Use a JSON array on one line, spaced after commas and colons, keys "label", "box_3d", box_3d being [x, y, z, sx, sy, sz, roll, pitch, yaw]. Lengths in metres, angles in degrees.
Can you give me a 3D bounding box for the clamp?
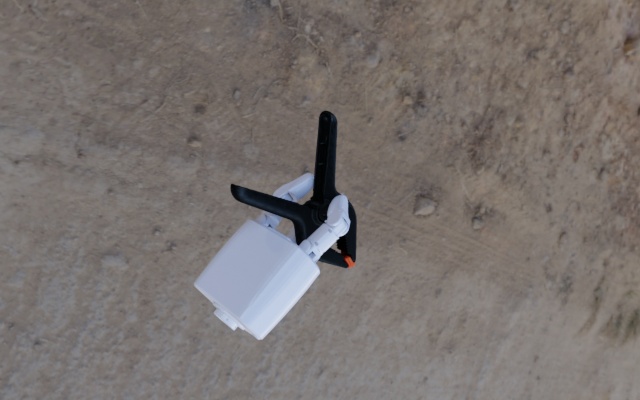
[{"label": "clamp", "box_3d": [0.001, 0.003, 0.617, 0.036, 0.164, 0.210, 19, -29, 52]}]
